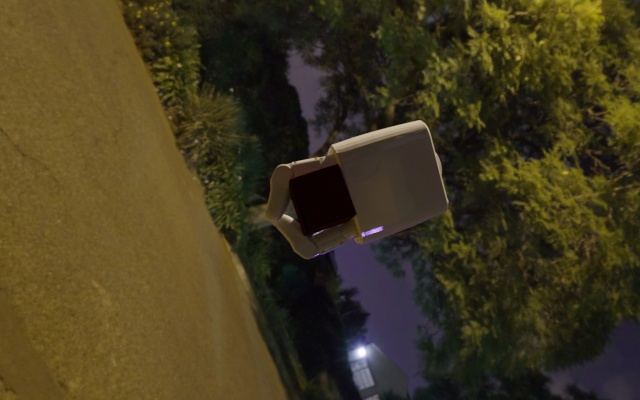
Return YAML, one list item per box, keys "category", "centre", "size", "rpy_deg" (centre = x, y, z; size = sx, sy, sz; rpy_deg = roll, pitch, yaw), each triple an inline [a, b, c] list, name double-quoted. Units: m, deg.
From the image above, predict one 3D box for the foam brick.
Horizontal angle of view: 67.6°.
- category: "foam brick"
  centre: [0.000, 0.002, 0.481]
  size: [0.051, 0.053, 0.078]
  rpy_deg: [-18, -6, -5]
